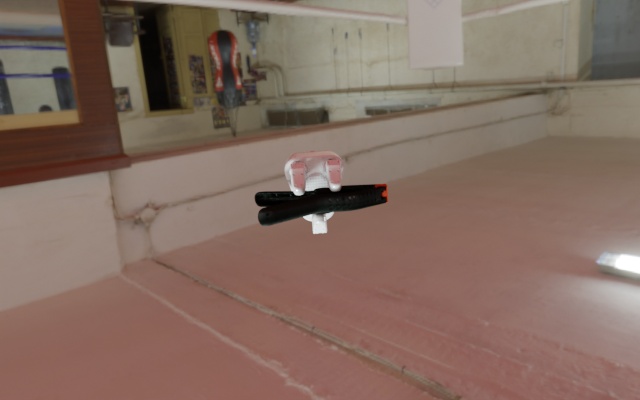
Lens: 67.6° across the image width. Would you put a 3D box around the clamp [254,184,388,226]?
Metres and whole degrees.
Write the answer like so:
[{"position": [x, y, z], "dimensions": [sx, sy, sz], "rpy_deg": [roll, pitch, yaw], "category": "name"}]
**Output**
[{"position": [0.001, 0.003, 0.712], "dimensions": [0.210, 0.036, 0.164], "rpy_deg": [-5, 12, -2], "category": "clamp"}]
